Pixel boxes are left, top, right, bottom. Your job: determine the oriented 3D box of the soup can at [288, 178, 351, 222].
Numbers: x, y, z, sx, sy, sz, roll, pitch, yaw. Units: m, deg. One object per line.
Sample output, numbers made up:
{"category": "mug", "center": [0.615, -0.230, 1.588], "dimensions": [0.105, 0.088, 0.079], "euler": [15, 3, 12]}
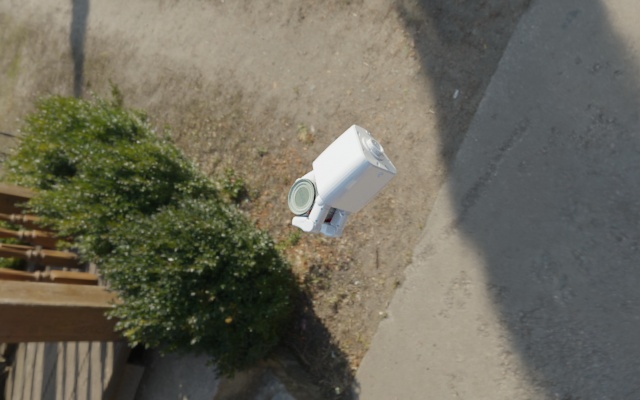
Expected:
{"category": "soup can", "center": [0.000, 0.003, 0.866], "dimensions": [0.068, 0.068, 0.102], "euler": [0, -11, 44]}
